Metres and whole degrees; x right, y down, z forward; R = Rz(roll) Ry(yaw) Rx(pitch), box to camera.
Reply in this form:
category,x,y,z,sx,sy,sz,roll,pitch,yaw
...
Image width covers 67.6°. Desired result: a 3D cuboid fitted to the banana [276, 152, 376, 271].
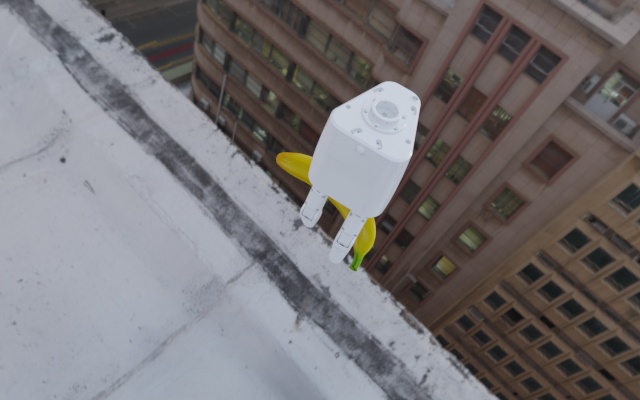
category,x,y,z,sx,sy,sz,roll,pitch,yaw
banana,0.017,-0.003,0.648,0.069,0.197,0.037,-28,-21,-22
